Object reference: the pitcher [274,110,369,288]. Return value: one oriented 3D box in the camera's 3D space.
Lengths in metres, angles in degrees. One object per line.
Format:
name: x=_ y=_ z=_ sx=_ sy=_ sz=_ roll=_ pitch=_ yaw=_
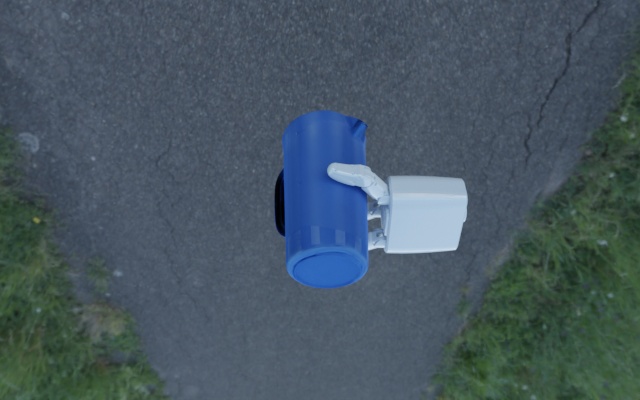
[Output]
pitcher: x=0.000 y=0.002 z=0.695 sx=0.145 sy=0.242 sz=0.149 roll=1 pitch=-38 yaw=-2
